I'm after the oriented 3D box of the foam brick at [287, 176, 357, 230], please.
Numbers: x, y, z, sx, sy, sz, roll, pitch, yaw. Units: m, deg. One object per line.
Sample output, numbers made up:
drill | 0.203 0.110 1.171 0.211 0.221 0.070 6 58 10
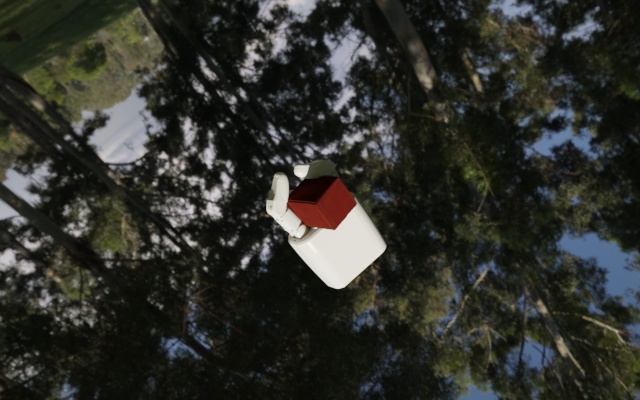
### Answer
foam brick | 0.000 0.002 0.654 0.053 0.051 0.078 -48 27 -23
